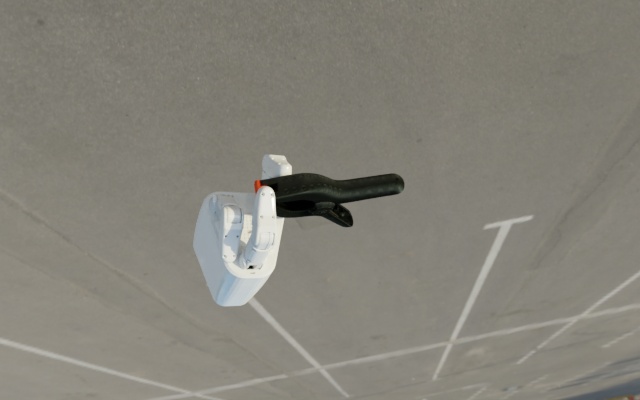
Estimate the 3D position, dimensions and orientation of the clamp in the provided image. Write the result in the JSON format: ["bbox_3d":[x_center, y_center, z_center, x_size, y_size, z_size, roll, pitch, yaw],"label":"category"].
[{"bbox_3d":[0.000,0.002,0.560,0.171,0.039,0.120,2,-32,-23],"label":"clamp"}]
